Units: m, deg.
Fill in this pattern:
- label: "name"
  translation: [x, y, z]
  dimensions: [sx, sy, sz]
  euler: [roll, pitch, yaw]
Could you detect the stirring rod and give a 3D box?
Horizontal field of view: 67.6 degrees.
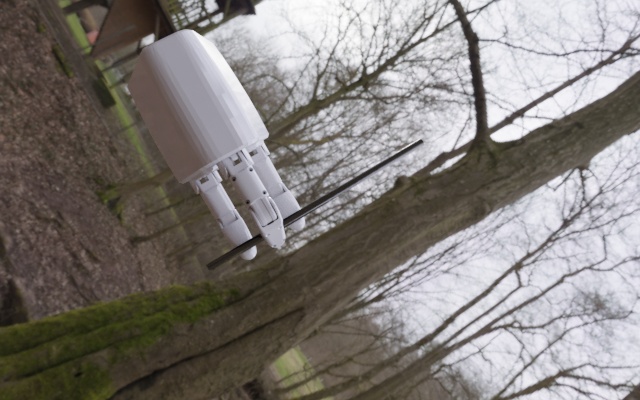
- label: "stirring rod"
  translation: [0.000, 0.001, 0.455]
  dimensions: [0.239, 0.011, 0.011]
  euler: [-31, 7, -11]
